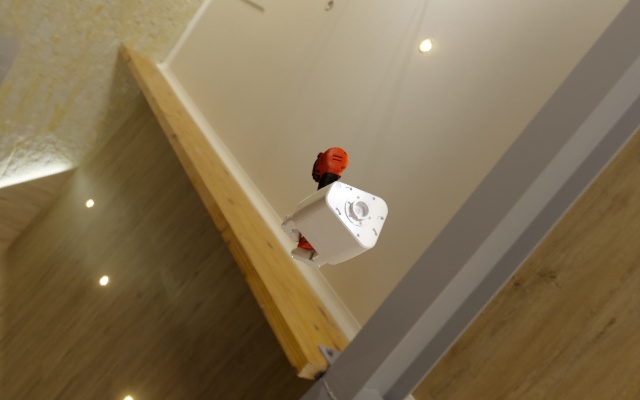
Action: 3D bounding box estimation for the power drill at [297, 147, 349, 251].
[{"bbox_3d":[0.000,0.003,0.895,0.057,0.187,0.184,10,-8,-7],"label":"power drill"}]
